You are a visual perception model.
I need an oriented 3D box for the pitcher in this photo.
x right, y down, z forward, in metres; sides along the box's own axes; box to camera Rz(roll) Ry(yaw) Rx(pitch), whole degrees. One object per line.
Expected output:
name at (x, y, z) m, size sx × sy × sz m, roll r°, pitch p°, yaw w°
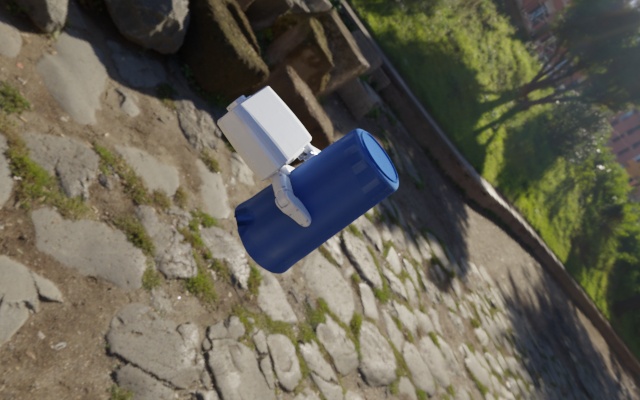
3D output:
pitcher at (0.000, 0.002, 0.742) m, size 0.243 × 0.145 × 0.149 m, roll -34°, pitch 11°, yaw 22°
